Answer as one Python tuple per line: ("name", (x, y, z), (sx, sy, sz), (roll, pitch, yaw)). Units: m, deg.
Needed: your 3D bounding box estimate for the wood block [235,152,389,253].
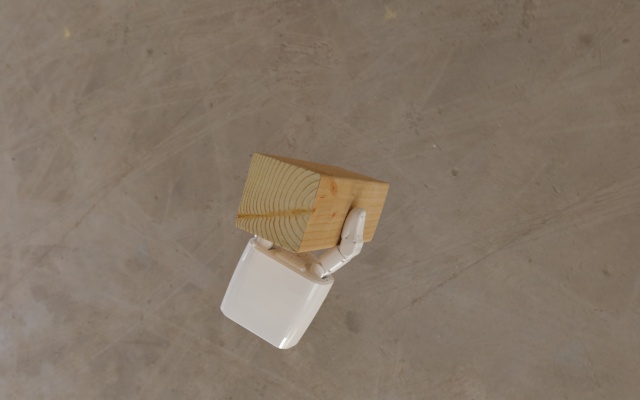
("wood block", (0.000, 0.002, 0.603), (0.091, 0.090, 0.206), (21, 9, 26))
